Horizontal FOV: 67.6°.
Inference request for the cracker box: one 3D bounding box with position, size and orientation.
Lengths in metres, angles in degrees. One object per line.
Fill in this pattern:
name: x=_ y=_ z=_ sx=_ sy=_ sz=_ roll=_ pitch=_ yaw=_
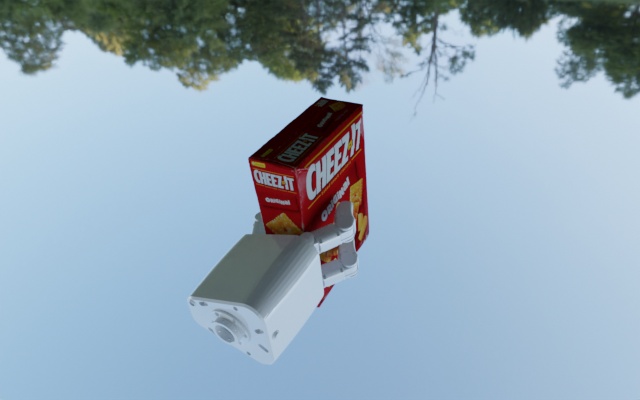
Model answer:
cracker box: x=0.000 y=0.002 z=0.610 sx=0.072 sy=0.214 sz=0.164 roll=14 pitch=41 yaw=26
